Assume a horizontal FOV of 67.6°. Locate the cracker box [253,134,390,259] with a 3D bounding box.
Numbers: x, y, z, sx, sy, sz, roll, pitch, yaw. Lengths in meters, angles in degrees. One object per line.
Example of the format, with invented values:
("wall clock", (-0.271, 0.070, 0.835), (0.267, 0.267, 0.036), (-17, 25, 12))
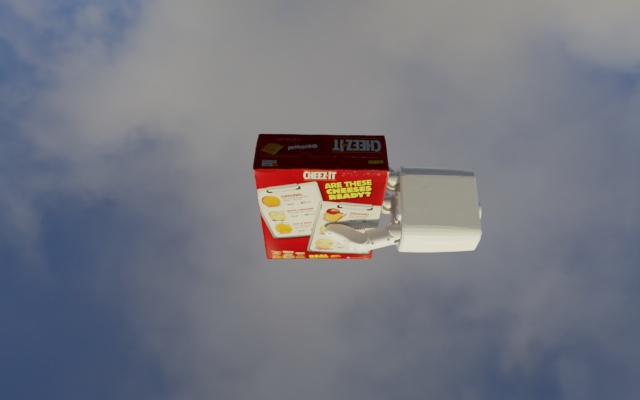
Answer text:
("cracker box", (0.000, 0.002, 0.666), (0.164, 0.072, 0.214), (0, -37, -1))
